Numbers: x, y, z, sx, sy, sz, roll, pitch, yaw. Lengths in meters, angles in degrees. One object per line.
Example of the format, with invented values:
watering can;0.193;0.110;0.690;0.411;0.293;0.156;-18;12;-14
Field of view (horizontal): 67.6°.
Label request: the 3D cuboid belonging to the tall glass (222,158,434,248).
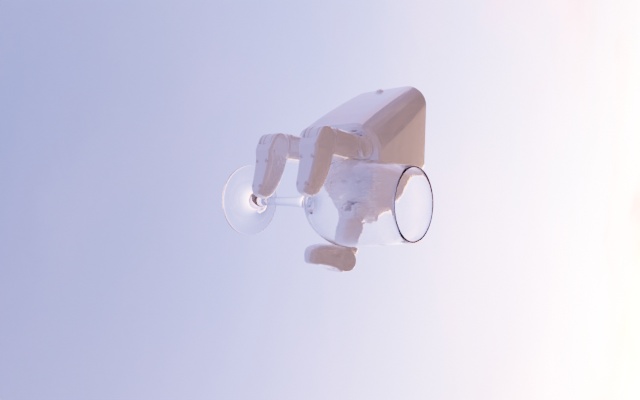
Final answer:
tall glass;-0.001;0.002;0.442;0.201;0.079;0.079;2;1;42
